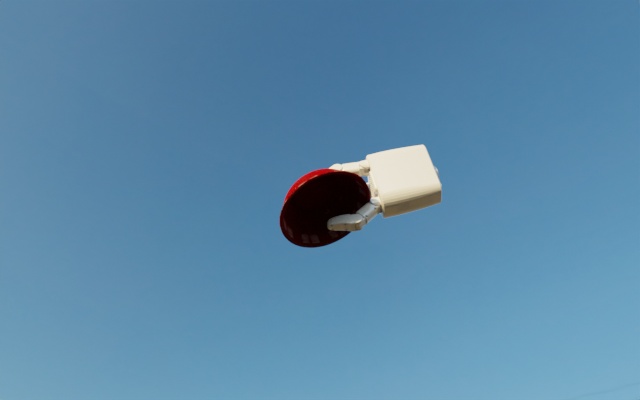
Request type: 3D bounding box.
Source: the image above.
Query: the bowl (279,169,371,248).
[{"bbox_3d":[-0.001,0.003,0.803,0.162,0.162,0.055,0,37,-28],"label":"bowl"}]
